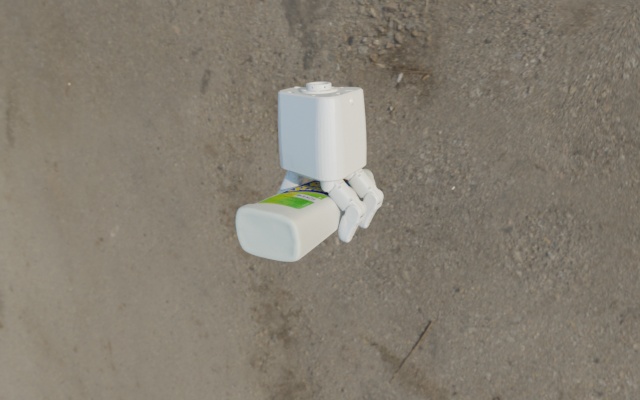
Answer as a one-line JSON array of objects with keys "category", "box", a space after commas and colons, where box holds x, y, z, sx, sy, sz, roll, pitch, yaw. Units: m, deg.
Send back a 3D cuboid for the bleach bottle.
[{"category": "bleach bottle", "box": [0.000, 0.002, 0.674, 0.102, 0.068, 0.250, 9, 24, 31]}]
